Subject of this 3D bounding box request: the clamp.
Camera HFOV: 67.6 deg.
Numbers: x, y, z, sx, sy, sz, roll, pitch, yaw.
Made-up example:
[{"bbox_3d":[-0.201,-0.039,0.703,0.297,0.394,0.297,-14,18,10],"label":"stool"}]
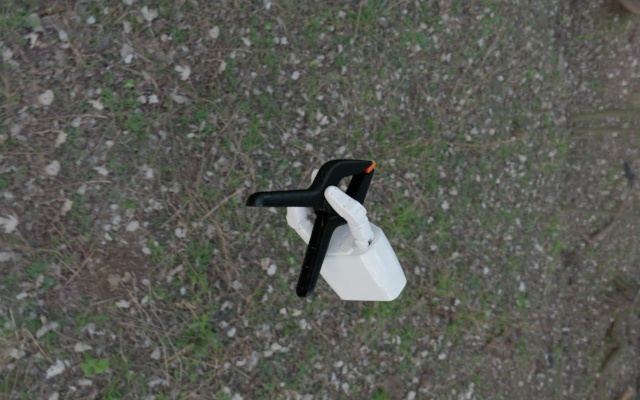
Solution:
[{"bbox_3d":[0.001,0.002,0.636,0.036,0.165,0.210,10,51,46],"label":"clamp"}]
